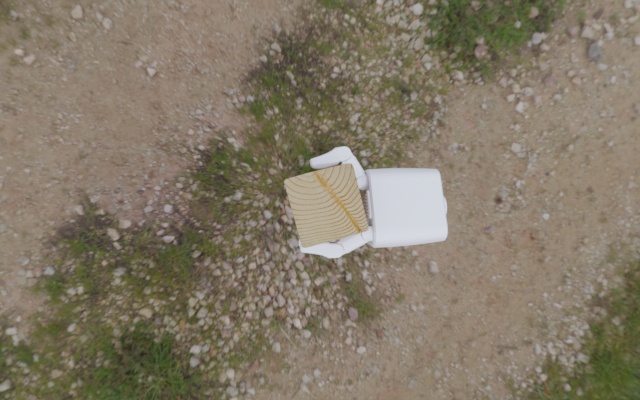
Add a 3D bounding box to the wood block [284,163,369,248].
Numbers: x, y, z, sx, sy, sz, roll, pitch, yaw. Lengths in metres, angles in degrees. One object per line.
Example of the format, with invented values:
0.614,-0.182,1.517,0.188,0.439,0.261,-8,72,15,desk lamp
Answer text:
0.000,0.002,0.693,0.090,0.091,0.206,-15,3,-4,wood block
